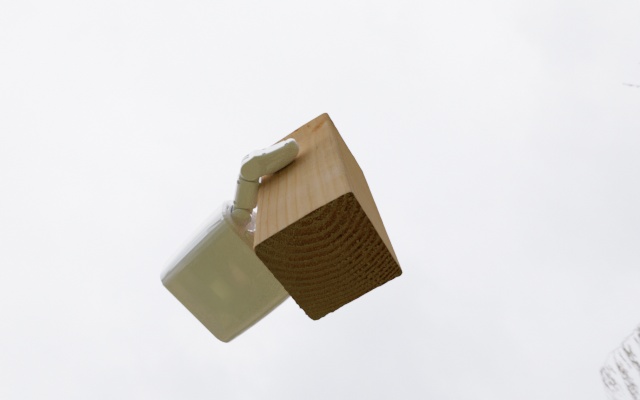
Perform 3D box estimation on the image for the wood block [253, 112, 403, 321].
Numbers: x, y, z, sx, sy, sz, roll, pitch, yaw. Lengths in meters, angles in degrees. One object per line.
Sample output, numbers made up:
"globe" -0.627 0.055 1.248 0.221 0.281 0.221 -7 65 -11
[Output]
"wood block" 0.000 0.001 0.461 0.090 0.091 0.206 -30 25 10
